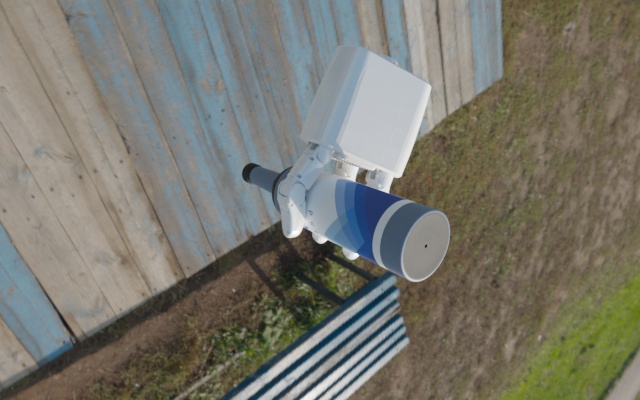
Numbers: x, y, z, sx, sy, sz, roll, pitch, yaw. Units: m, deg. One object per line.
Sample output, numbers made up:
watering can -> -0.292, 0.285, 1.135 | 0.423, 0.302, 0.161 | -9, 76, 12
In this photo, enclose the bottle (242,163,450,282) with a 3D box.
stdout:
bottle -> 0.000, 0.002, 0.522 | 0.069, 0.069, 0.295 | 0, 15, -41
